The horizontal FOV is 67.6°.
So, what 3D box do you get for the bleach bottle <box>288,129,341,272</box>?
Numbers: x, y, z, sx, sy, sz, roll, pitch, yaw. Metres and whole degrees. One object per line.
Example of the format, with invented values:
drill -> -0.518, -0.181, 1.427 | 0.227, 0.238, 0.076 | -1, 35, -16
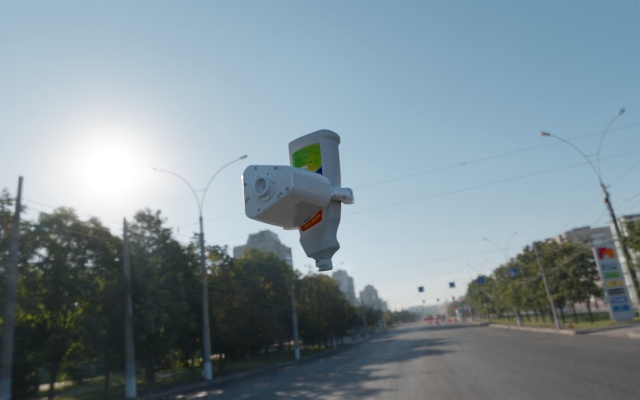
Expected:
bleach bottle -> 0.000, 0.003, 0.880 | 0.102, 0.250, 0.068 | -16, -18, 31
